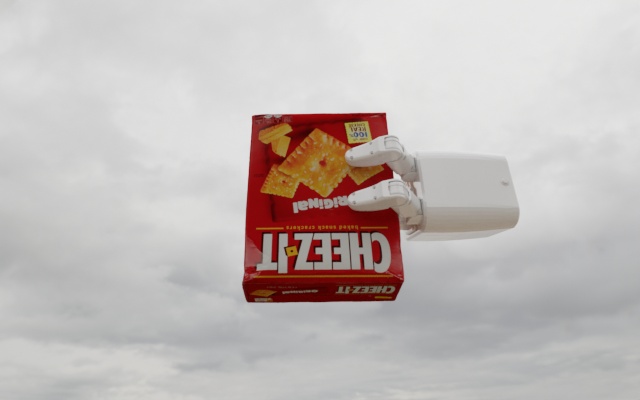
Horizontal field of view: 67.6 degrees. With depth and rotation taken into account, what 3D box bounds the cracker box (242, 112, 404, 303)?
[{"bbox_3d":[0.000,0.002,0.539,0.164,0.213,0.072,0,-29,-2],"label":"cracker box"}]
